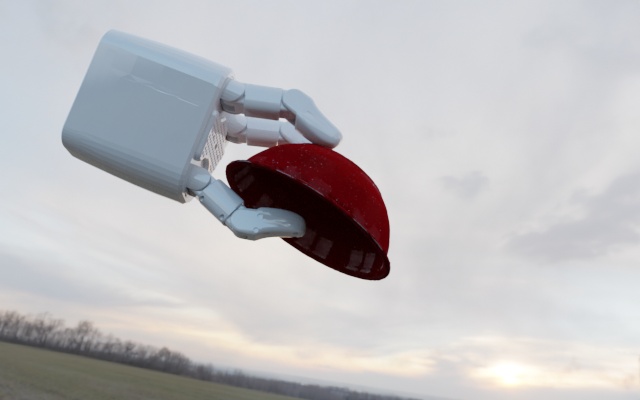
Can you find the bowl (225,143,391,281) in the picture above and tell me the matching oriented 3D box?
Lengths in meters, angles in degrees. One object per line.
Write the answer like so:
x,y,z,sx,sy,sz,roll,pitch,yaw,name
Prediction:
0.001,0.002,0.409,0.162,0.055,0.162,30,-21,13,bowl
